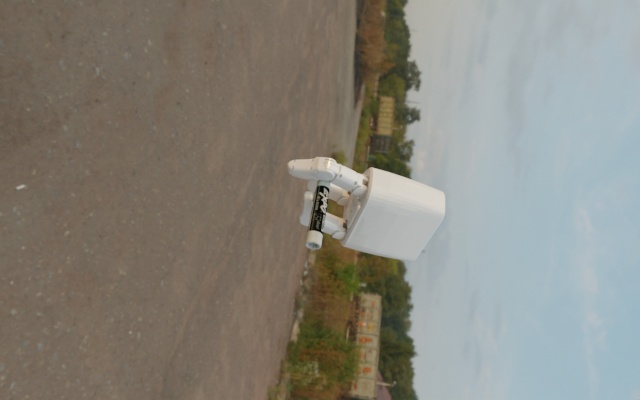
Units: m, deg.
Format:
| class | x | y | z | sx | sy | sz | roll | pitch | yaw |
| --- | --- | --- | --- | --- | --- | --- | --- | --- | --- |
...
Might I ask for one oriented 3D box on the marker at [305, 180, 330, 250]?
| class | x | y | z | sx | sy | sz | roll | pitch | yaw |
| --- | --- | --- | --- | --- | --- | --- | --- | --- | --- |
| marker | 0.000 | 0.002 | 0.579 | 0.020 | 0.121 | 0.020 | 7 | -32 | 4 |
